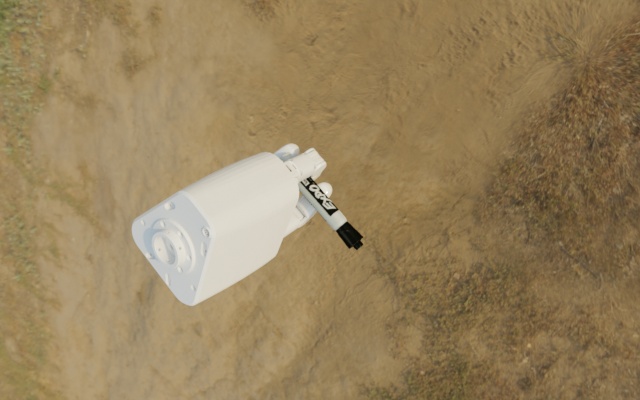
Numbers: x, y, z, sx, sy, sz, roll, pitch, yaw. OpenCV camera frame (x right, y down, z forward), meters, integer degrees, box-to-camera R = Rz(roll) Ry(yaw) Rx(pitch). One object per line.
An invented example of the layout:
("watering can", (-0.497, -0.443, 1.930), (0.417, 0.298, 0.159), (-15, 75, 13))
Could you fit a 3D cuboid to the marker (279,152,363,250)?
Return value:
("marker", (0.000, 0.002, 0.482), (0.020, 0.121, 0.020), (-40, -8, -7))
